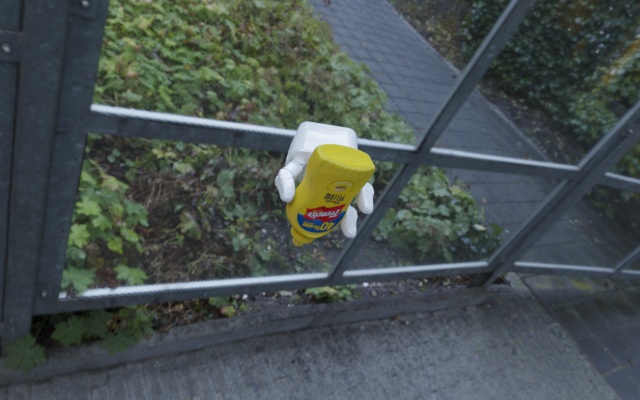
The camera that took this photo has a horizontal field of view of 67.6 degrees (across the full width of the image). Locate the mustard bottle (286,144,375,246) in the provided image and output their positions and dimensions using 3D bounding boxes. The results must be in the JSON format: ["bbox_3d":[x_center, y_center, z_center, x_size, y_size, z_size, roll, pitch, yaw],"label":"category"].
[{"bbox_3d":[0.000,0.002,0.742,0.096,0.058,0.192,6,-48,-30],"label":"mustard bottle"}]
